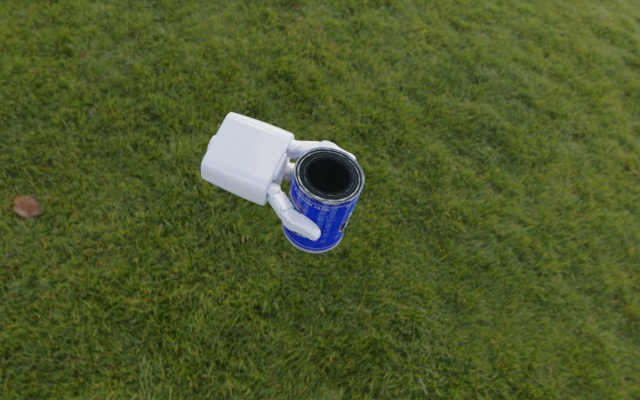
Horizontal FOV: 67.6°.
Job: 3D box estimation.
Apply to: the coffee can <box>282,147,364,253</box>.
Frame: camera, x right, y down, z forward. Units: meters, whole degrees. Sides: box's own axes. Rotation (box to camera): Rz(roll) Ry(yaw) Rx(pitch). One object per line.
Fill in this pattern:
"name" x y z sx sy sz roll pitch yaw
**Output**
"coffee can" 0.000 0.003 0.730 0.103 0.102 0.140 0 -35 -13
